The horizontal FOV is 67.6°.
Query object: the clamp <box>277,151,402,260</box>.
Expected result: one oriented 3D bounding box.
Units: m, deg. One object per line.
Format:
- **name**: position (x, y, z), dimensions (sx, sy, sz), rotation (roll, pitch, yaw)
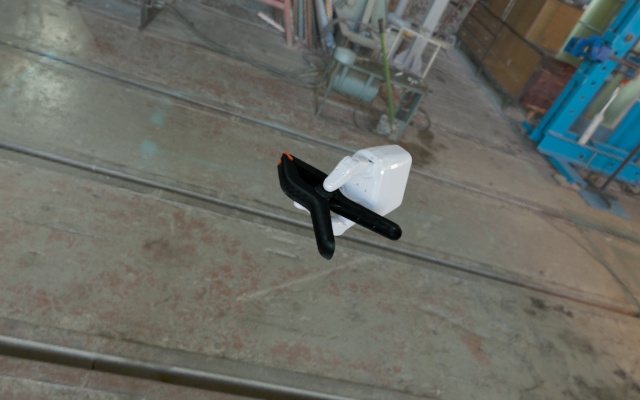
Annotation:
- **clamp**: position (0.000, 0.001, 0.677), dimensions (0.210, 0.036, 0.164), rotation (41, 30, 23)
